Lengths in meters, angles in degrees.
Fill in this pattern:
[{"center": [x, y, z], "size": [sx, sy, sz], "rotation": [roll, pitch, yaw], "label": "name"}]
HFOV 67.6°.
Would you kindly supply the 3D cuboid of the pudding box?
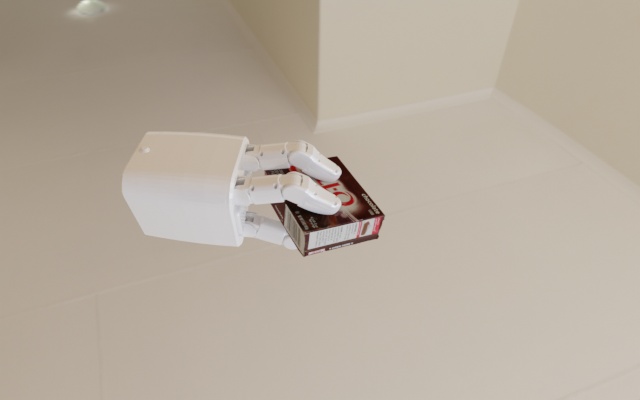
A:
[{"center": [0.000, 0.002, 0.504], "size": [0.090, 0.039, 0.113], "rotation": [-12, 45, -23], "label": "pudding box"}]
